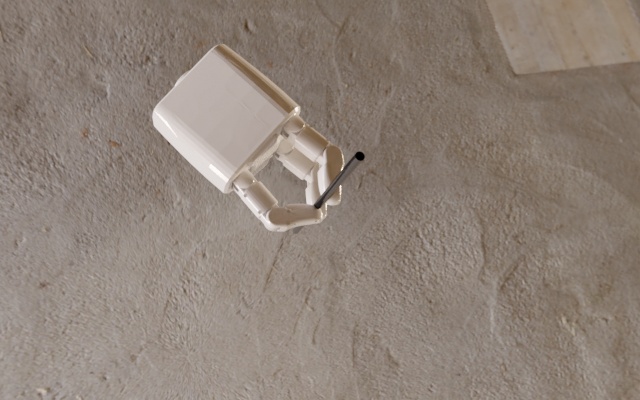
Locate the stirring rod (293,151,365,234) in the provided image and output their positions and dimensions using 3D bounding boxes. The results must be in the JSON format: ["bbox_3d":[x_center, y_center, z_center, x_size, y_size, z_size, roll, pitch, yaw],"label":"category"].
[{"bbox_3d":[0.000,0.002,0.481,0.011,0.011,0.239,0,-17,-15],"label":"stirring rod"}]
